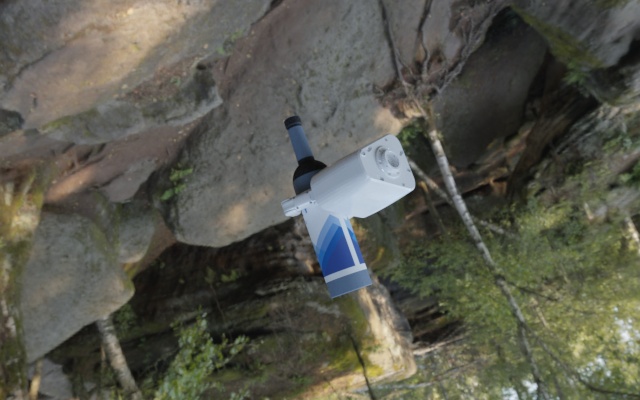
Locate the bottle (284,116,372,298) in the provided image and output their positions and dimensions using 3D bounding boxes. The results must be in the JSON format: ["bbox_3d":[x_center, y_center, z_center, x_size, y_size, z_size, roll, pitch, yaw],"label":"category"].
[{"bbox_3d":[0.000,0.003,0.758,0.069,0.295,0.069,-19,-11,-4],"label":"bottle"}]
